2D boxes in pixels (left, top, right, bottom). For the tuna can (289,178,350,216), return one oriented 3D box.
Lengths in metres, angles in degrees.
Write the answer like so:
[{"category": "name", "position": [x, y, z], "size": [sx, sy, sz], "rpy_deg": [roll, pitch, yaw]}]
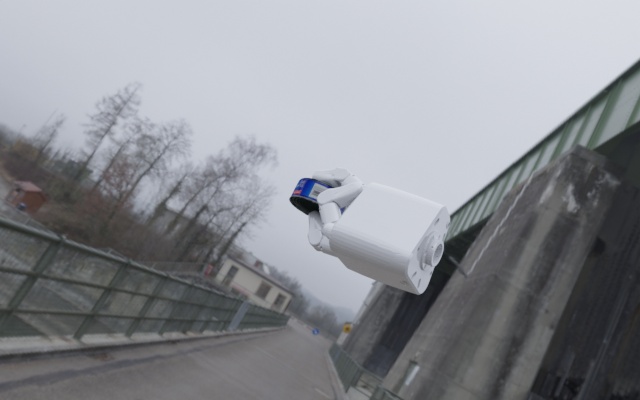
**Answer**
[{"category": "tuna can", "position": [0.000, 0.002, 0.691], "size": [0.086, 0.033, 0.086], "rpy_deg": [24, -16, 7]}]
